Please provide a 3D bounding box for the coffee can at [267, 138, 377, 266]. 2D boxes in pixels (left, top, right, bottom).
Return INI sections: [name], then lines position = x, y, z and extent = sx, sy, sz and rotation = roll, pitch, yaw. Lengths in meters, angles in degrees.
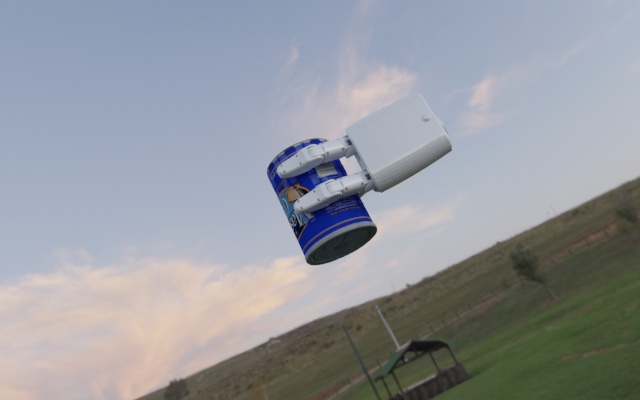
[coffee can]
position = 0.000, 0.002, 0.647
extent = 0.103, 0.140, 0.103
rotation = -22, -22, -10
